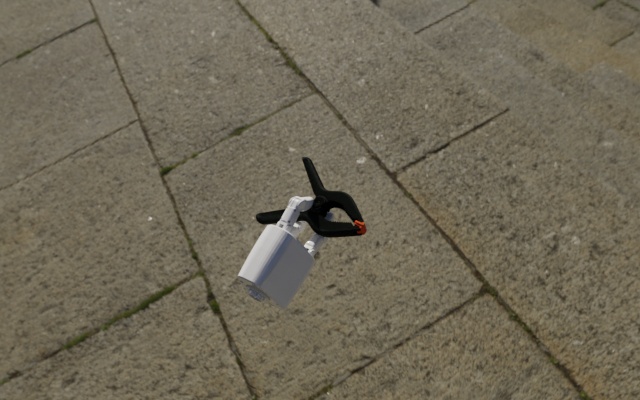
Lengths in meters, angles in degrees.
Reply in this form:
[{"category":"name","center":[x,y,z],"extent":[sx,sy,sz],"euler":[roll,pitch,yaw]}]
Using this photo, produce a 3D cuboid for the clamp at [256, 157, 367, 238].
[{"category":"clamp","center":[0.000,0.003,0.895],"extent":[0.210,0.164,0.036],"euler":[19,-23,27]}]
